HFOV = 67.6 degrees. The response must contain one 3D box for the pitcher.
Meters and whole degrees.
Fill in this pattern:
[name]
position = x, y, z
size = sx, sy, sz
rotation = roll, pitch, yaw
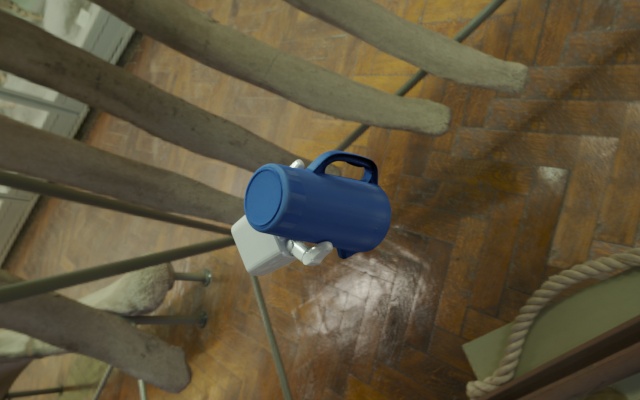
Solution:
[pitcher]
position = 0.000, 0.003, 0.802
size = 0.243, 0.149, 0.145
rotation = 12, -35, -44
